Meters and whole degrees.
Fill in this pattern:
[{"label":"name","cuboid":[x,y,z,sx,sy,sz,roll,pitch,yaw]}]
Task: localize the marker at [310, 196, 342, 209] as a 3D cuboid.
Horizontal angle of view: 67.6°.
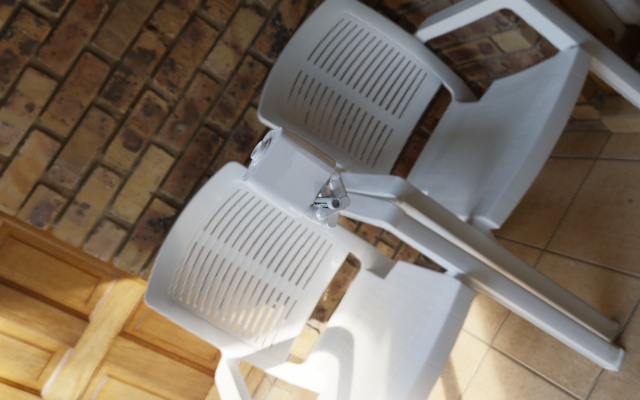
[{"label":"marker","cuboid":[0.000,0.003,0.760,0.020,0.020,0.121,0,1,-23]}]
